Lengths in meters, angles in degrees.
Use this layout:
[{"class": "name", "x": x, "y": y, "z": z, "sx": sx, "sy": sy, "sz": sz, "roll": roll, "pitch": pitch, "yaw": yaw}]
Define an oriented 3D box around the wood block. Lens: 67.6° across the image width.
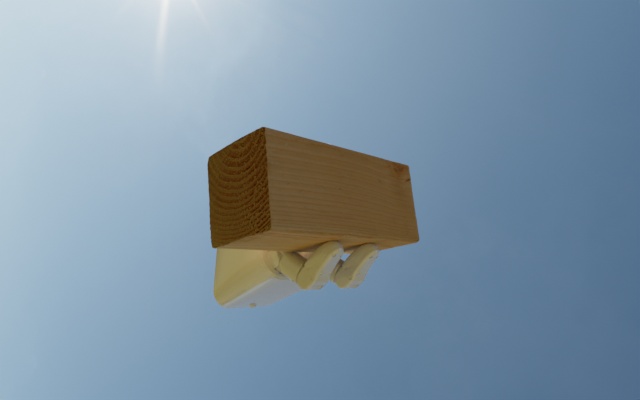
[{"class": "wood block", "x": 0.000, "y": 0.001, "z": 0.484, "sx": 0.206, "sy": 0.090, "sz": 0.090, "roll": 8, "pitch": -20, "yaw": -44}]
